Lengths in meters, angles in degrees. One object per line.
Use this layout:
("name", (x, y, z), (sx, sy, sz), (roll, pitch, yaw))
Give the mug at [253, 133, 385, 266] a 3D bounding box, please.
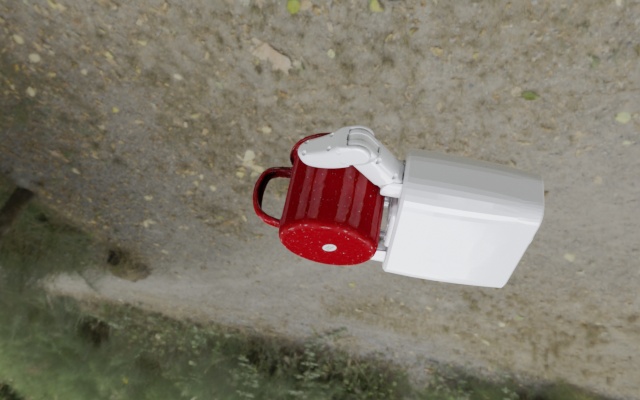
("mug", (-0.001, 0.001, 0.402), (0.117, 0.081, 0.093), (9, -28, 5))
